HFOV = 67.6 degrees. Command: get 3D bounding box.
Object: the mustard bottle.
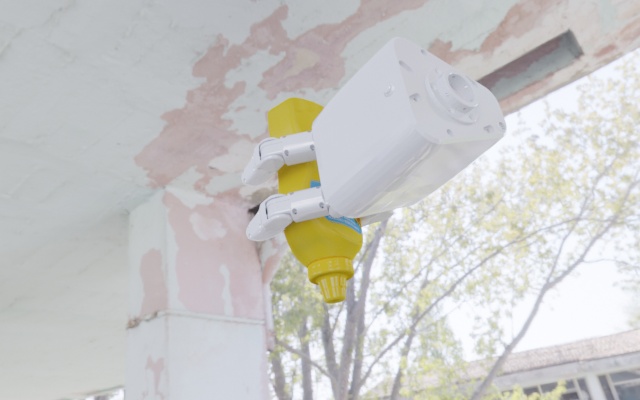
[{"bbox_3d":[0.000,0.001,0.451,0.058,0.191,0.096,-24,-30,27],"label":"mustard bottle"}]
